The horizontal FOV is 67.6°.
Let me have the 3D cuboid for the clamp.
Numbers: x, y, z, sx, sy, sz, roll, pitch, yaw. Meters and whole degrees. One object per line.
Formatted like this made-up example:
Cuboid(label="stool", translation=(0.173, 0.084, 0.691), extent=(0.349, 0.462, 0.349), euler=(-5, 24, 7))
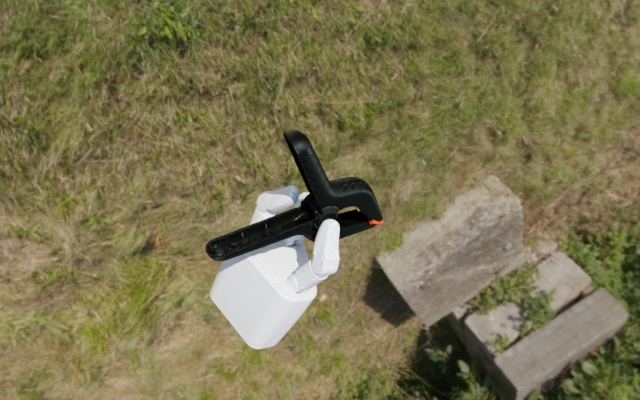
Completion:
Cuboid(label="clamp", translation=(0.001, 0.002, 0.509), extent=(0.210, 0.036, 0.165), euler=(2, -45, -41))
